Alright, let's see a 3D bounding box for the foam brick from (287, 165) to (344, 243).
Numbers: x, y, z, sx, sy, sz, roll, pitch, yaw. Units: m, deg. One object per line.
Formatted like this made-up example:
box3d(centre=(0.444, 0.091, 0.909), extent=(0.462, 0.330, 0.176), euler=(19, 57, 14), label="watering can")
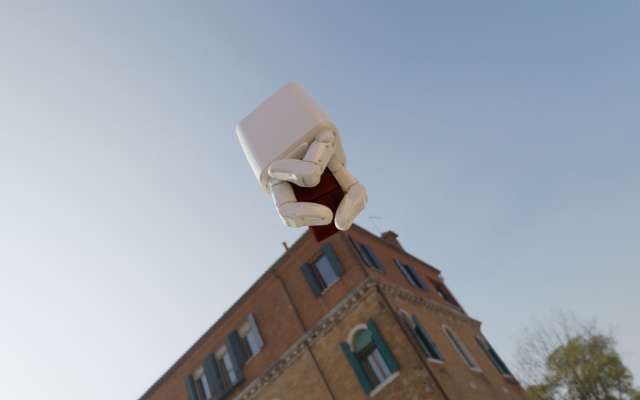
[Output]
box3d(centre=(0.000, 0.002, 0.584), extent=(0.053, 0.051, 0.078), euler=(-28, -39, -7), label="foam brick")
